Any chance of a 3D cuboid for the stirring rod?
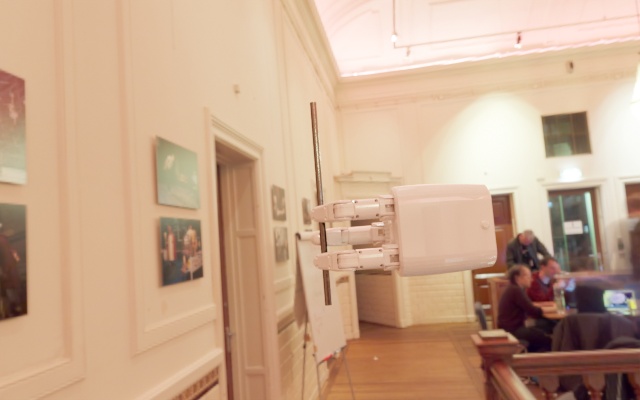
[{"bbox_3d":[0.000,0.002,0.564,0.011,0.239,0.011,-4,-5,0],"label":"stirring rod"}]
